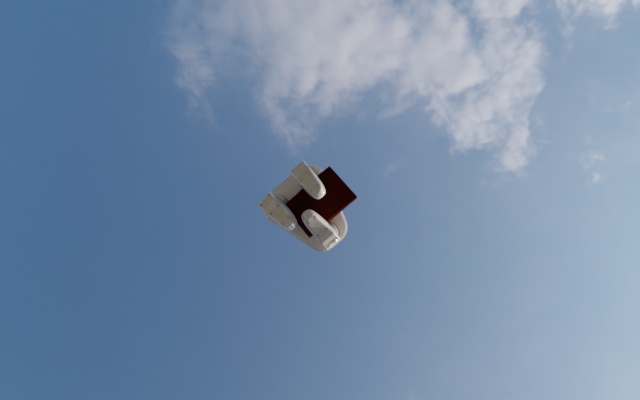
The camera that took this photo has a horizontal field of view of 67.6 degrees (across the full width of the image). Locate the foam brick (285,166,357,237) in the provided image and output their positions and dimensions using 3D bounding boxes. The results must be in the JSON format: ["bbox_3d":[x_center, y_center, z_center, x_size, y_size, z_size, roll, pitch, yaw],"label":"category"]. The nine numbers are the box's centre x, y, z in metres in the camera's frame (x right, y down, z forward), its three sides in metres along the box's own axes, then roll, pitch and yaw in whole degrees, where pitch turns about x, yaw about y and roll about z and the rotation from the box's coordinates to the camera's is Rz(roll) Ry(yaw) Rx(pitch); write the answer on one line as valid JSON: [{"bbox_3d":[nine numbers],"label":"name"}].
[{"bbox_3d":[0.000,0.002,0.603,0.078,0.053,0.051,-40,-4,2],"label":"foam brick"}]
